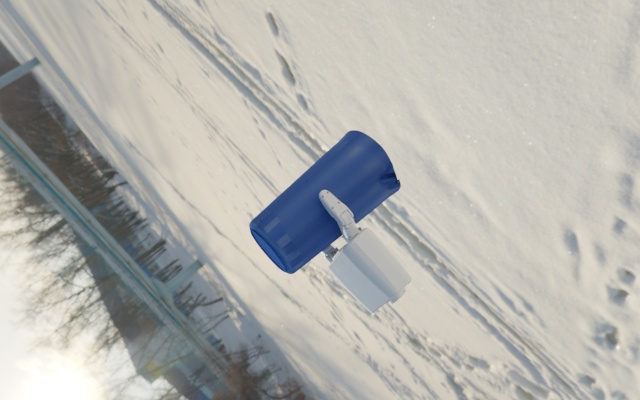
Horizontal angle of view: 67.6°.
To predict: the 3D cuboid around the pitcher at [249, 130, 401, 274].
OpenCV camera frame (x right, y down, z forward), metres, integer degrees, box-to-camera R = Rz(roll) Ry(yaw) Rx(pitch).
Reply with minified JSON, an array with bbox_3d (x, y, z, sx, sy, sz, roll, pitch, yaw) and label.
[{"bbox_3d":[0.000,0.003,0.793,0.243,0.145,0.149,-40,-11,-17],"label":"pitcher"}]
